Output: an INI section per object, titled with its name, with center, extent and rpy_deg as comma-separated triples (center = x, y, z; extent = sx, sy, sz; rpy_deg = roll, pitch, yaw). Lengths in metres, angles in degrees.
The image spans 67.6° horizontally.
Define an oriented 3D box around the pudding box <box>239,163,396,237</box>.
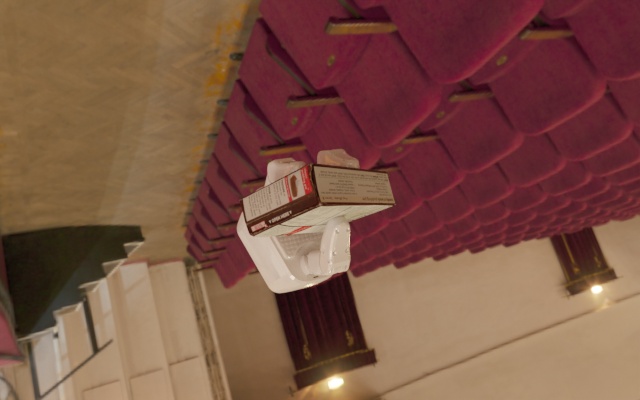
[pudding box]
center = 0.000, 0.002, 0.430
extent = 0.090, 0.039, 0.113
rpy_deg = -25, -15, 37
